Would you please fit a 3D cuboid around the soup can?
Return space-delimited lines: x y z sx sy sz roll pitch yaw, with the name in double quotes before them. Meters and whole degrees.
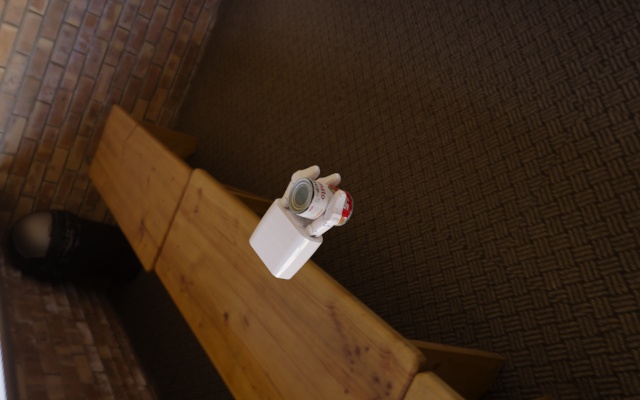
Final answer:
"soup can" 0.000 0.002 0.864 0.102 0.068 0.068 18 -12 -41
